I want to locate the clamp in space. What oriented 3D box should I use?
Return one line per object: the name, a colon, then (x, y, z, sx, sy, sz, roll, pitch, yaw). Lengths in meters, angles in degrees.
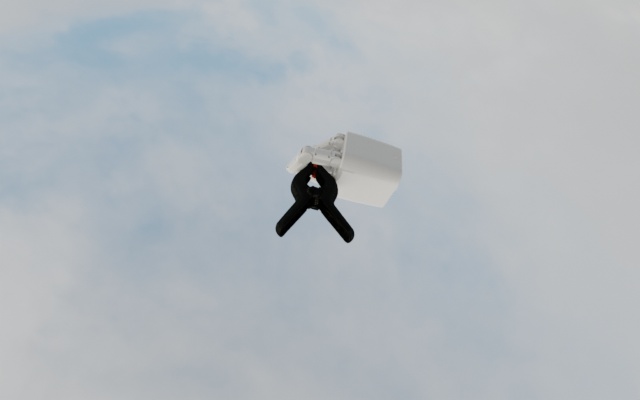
clamp: (0.000, 0.003, 0.773, 0.120, 0.171, 0.039, 16, -43, -6)
